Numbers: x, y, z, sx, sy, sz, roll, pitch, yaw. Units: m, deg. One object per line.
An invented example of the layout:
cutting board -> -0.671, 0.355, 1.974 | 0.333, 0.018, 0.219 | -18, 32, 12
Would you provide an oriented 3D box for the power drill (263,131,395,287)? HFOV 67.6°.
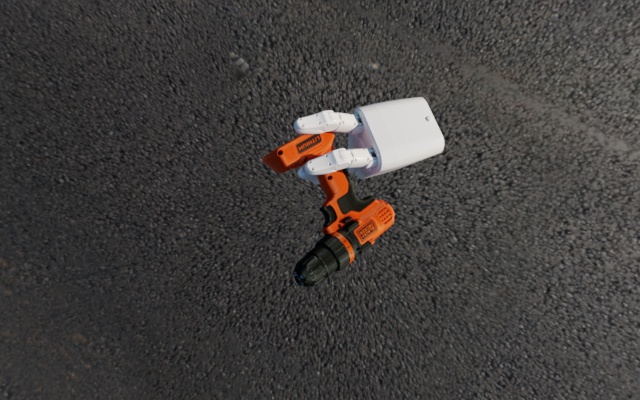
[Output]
power drill -> 0.000, 0.002, 0.662 | 0.184, 0.188, 0.057 | -35, 10, -32
